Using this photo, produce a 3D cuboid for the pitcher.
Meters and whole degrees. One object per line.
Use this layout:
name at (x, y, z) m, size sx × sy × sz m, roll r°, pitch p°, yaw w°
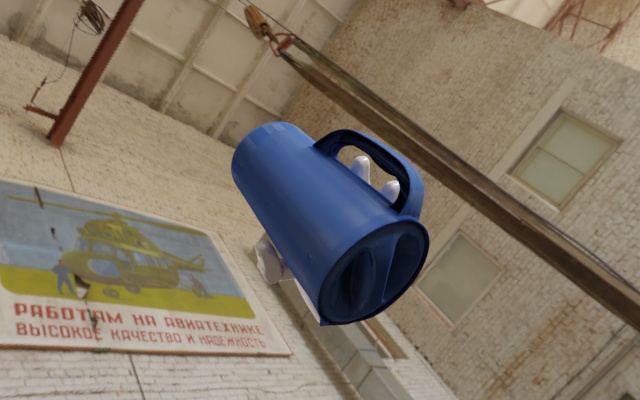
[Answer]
pitcher at (0.000, 0.002, 0.530) m, size 0.149 × 0.145 × 0.242 m, roll -31°, pitch 48°, yaw -14°
